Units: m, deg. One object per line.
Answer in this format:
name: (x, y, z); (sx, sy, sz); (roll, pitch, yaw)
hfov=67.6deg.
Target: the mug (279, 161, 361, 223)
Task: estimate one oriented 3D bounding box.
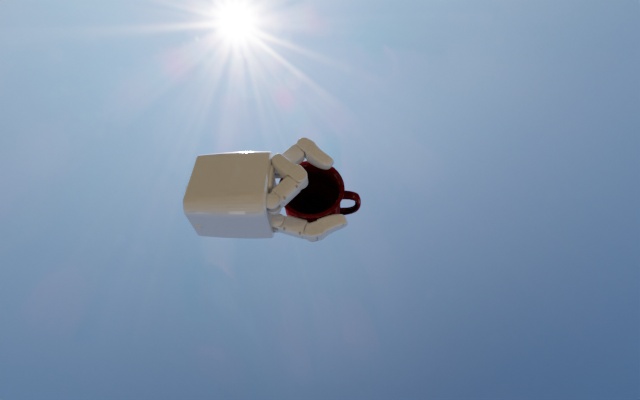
mug: (0.002, 0.002, 0.695); (0.117, 0.093, 0.081); (0, -29, 2)
